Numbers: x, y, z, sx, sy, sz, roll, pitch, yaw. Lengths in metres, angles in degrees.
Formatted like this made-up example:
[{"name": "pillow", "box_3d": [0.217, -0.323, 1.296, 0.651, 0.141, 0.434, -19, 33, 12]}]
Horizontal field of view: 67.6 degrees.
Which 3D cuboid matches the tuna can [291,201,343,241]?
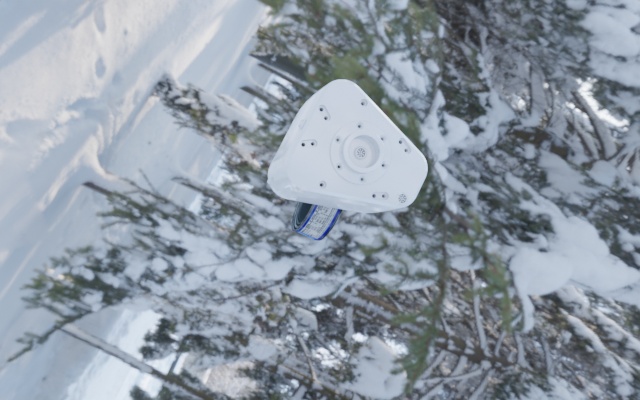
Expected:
[{"name": "tuna can", "box_3d": [0.001, 0.002, 0.547, 0.034, 0.086, 0.086, 25, -6, -13]}]
